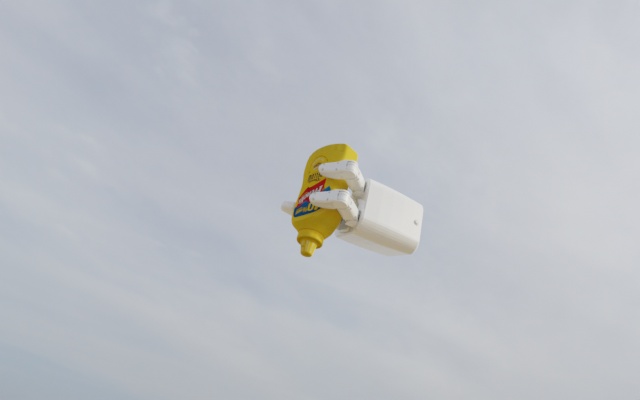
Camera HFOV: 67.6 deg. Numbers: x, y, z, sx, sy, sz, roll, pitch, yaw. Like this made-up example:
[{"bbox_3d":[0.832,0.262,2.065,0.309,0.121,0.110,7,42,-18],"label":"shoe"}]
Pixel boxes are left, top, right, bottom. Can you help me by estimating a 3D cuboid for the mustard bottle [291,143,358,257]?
[{"bbox_3d":[0.000,0.002,0.759,0.096,0.191,0.058,-16,-43,40],"label":"mustard bottle"}]
